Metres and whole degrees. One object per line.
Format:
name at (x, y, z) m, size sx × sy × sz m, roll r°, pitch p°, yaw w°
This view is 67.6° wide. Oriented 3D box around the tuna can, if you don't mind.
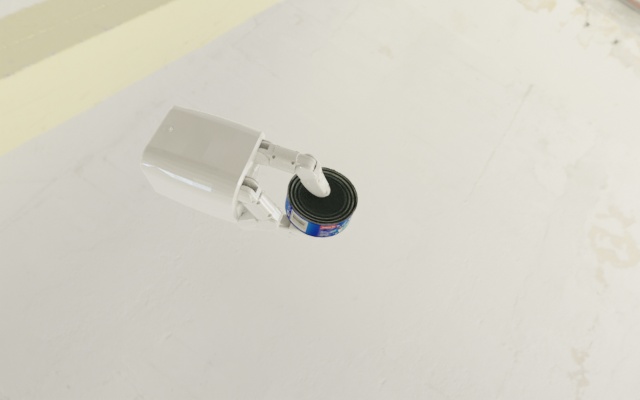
tuna can at (0.000, 0.002, 0.580) m, size 0.086 × 0.086 × 0.034 m, roll 0°, pitch -36°, yaw -13°
